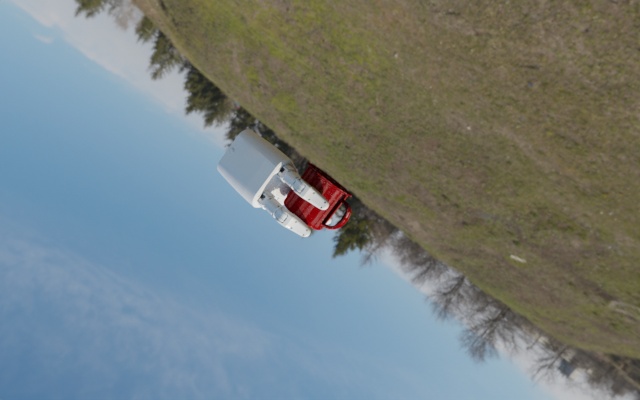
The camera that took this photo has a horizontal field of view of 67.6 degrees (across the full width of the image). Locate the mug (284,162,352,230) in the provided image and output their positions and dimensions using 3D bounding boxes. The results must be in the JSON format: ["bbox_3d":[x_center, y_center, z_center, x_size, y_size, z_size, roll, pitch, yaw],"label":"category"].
[{"bbox_3d":[0.001,0.004,0.796,0.117,0.081,0.093,41,8,26],"label":"mug"}]
